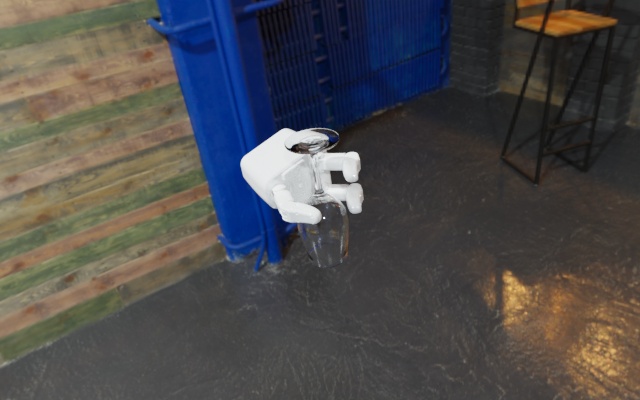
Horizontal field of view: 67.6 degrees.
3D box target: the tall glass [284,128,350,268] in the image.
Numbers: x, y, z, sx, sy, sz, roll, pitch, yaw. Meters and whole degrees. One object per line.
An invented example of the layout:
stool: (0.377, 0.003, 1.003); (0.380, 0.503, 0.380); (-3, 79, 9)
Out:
tall glass: (0.000, 0.002, 0.690); (0.079, 0.201, 0.079); (-6, 33, 4)
